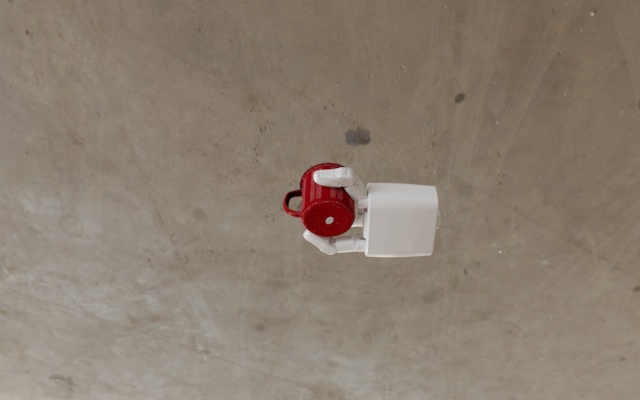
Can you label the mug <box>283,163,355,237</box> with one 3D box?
[{"bbox_3d":[-0.001,0.003,0.741,0.117,0.093,0.081,-1,42,3],"label":"mug"}]
